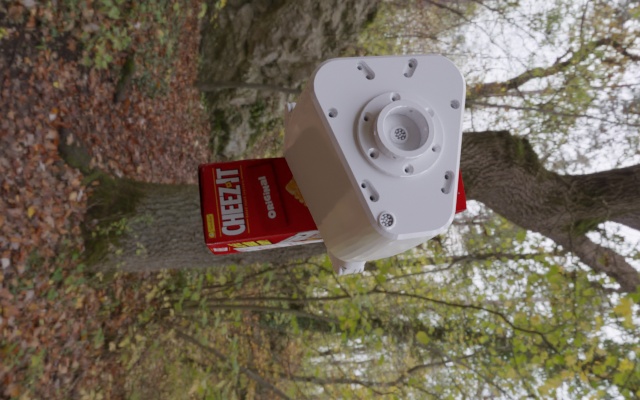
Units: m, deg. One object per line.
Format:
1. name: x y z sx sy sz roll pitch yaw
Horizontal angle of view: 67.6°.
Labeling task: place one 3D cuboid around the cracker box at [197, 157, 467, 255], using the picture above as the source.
1. cracker box: 0.000 0.002 0.452 0.213 0.072 0.164 -6 -8 -11
